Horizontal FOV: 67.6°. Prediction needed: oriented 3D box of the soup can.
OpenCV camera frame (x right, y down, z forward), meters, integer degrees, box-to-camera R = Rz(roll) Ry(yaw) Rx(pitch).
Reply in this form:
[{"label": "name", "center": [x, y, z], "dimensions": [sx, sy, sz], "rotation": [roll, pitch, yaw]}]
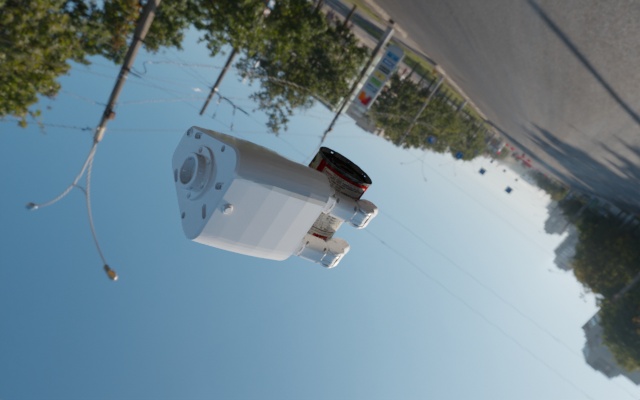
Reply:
[{"label": "soup can", "center": [0.000, 0.002, 0.524], "dimensions": [0.068, 0.102, 0.068], "rotation": [31, 18, -11]}]
